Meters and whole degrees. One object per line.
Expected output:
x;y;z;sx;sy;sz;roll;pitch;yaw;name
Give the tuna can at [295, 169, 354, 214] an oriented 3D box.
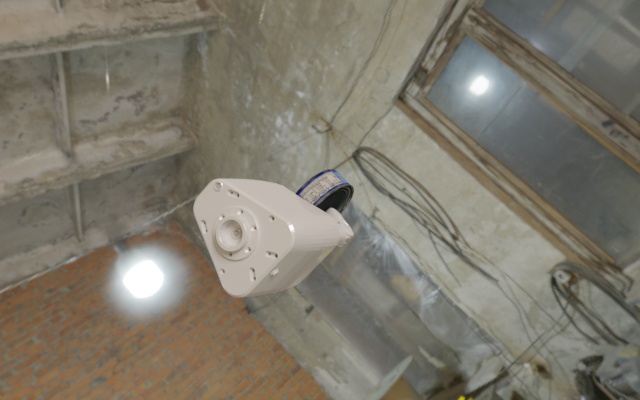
0.000;0.002;0.606;0.033;0.086;0.086;46;20;21;tuna can
